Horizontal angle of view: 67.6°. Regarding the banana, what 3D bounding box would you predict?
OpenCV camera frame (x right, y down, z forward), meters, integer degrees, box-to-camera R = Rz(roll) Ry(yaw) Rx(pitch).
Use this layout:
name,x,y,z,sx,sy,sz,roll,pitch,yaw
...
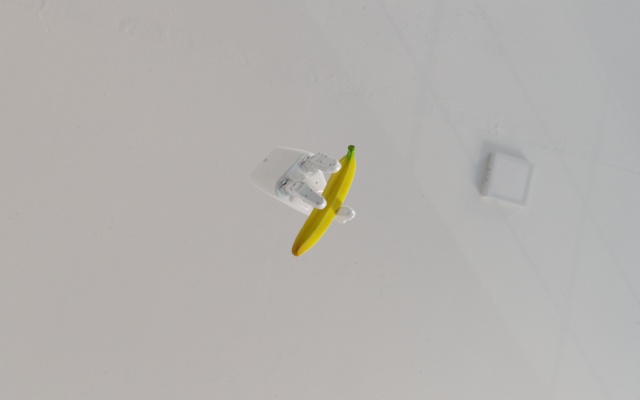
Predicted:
name,x,y,z,sx,sy,sz,roll,pitch,yaw
banana,0.009,0.003,0.781,0.037,0.198,0.069,27,2,26
